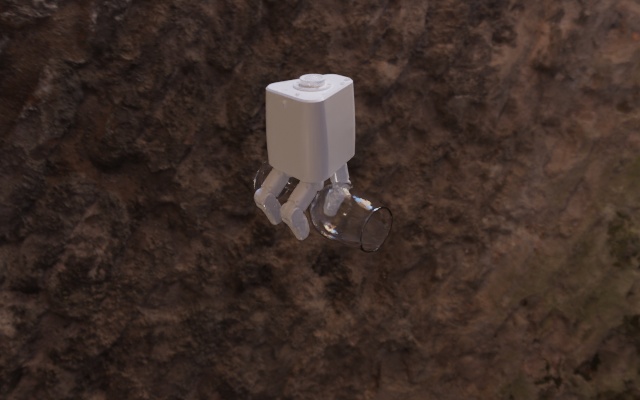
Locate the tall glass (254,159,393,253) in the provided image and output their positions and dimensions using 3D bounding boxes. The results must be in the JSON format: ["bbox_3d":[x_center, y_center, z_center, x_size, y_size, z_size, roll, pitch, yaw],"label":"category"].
[{"bbox_3d":[0.000,0.002,0.649,0.201,0.079,0.079,27,17,39],"label":"tall glass"}]
